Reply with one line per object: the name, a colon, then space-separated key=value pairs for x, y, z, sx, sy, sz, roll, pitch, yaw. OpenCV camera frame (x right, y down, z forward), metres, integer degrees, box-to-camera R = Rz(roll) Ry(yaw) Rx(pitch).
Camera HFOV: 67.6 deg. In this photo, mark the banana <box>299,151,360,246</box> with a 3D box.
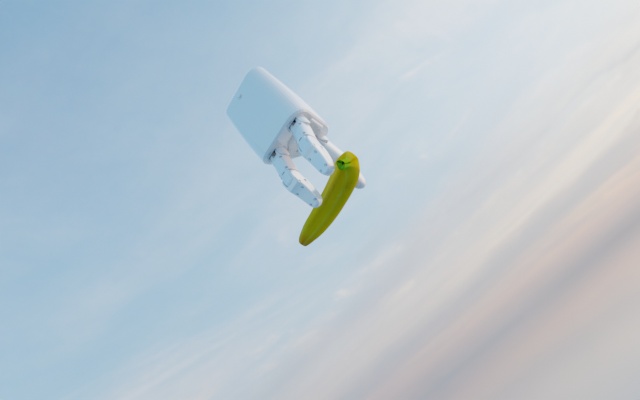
banana: x=0.014 y=-0.007 z=0.668 sx=0.069 sy=0.037 sz=0.198 roll=-29 pitch=-23 yaw=-34
